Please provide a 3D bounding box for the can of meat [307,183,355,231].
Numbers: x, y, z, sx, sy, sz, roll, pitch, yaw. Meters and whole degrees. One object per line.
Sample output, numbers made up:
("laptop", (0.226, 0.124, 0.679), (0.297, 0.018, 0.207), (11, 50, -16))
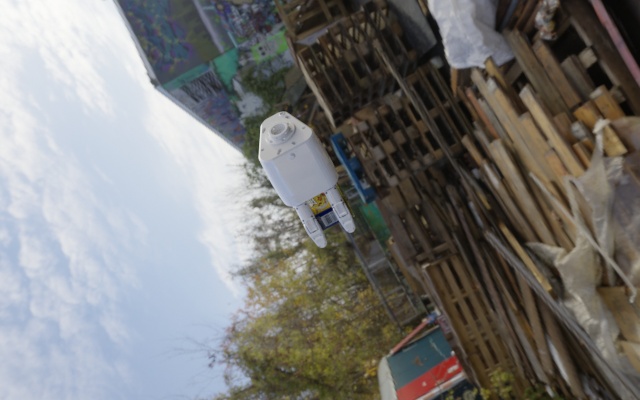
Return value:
("can of meat", (0.000, 0.003, 0.832), (0.084, 0.102, 0.057), (-28, -42, 1))
